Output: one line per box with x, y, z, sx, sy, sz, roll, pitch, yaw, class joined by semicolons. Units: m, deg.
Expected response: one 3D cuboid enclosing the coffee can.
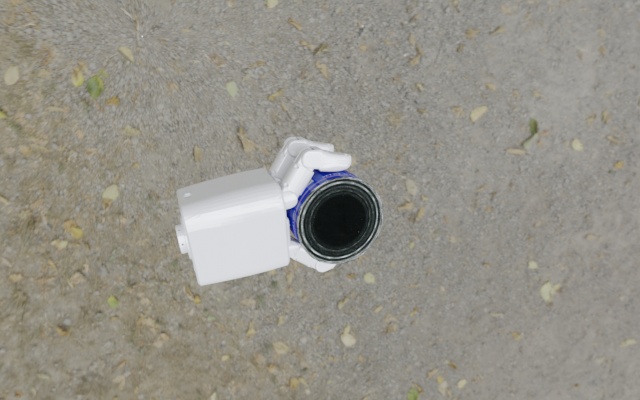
0.000;0.002;0.584;0.103;0.103;0.140;0;18;-20;coffee can
